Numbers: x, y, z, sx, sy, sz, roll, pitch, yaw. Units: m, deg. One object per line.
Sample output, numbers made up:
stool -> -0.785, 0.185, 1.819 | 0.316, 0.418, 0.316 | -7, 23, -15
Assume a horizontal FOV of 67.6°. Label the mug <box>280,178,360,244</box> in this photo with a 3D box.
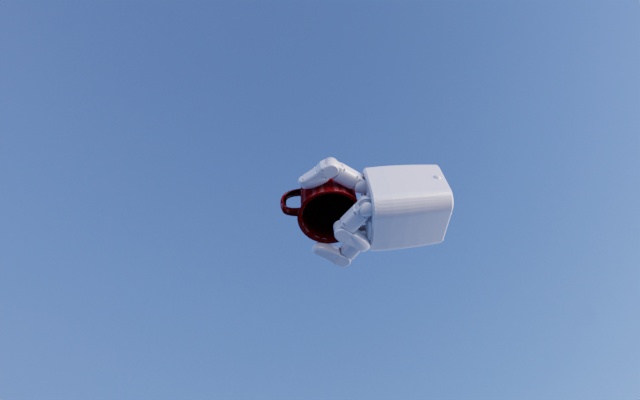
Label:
mug -> -0.001, 0.002, 0.697 | 0.117, 0.093, 0.081 | -3, 35, -2
